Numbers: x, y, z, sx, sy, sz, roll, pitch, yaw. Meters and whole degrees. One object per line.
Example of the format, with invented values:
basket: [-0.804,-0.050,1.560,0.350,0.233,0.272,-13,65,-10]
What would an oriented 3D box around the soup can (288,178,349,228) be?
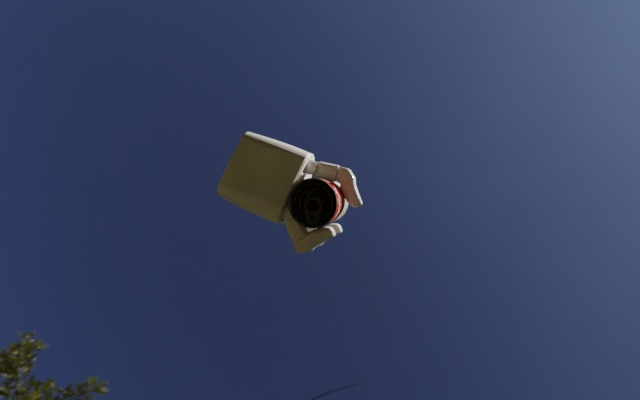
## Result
soup can: [0.001,0.002,0.687,0.068,0.068,0.102,0,2,13]
